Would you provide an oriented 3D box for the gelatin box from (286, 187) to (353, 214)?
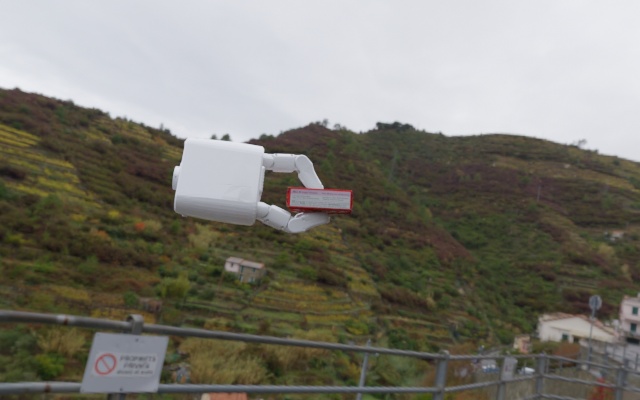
[{"bbox_3d":[0.000,0.002,0.667,0.089,0.030,0.073,2,-6,3],"label":"gelatin box"}]
